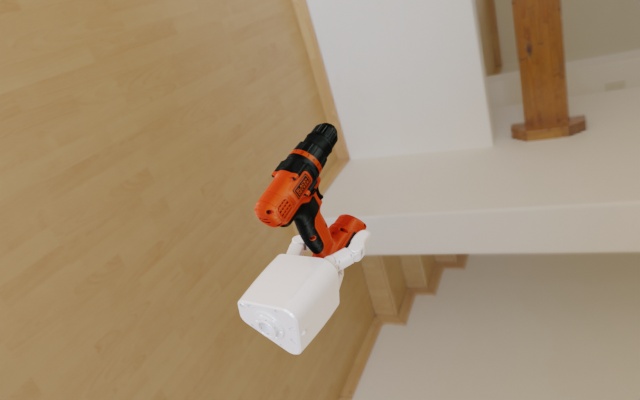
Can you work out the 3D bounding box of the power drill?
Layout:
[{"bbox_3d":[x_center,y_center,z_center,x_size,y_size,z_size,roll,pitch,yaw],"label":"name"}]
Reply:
[{"bbox_3d":[0.000,0.003,0.719,0.057,0.184,0.188,9,-35,44],"label":"power drill"}]
